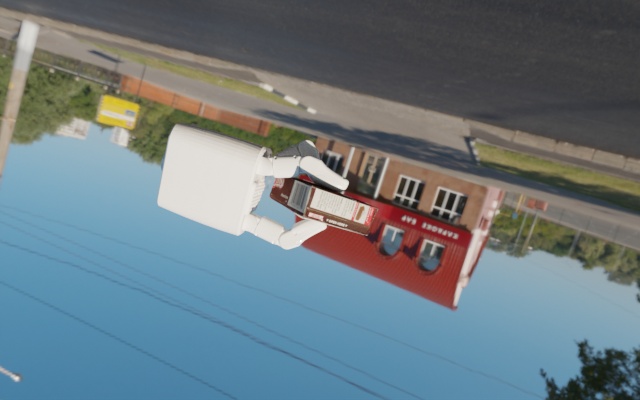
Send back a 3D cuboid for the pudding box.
[{"bbox_3d":[0.000,0.002,0.570,0.090,0.039,0.113,17,5,-27],"label":"pudding box"}]
